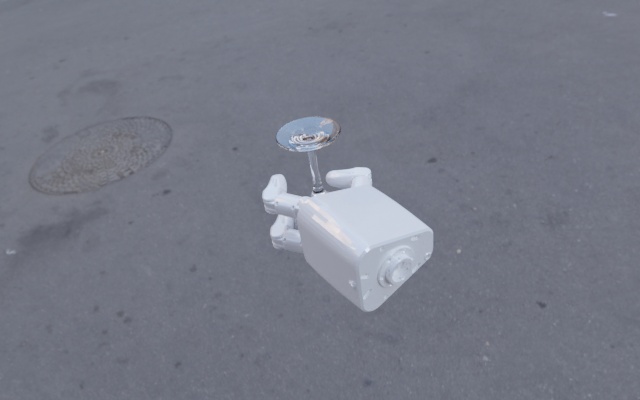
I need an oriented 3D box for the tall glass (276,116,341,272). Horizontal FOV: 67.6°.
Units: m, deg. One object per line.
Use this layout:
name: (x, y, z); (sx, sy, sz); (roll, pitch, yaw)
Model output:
tall glass: (0.000, 0.001, 0.596); (0.079, 0.201, 0.079); (-6, 37, 5)
